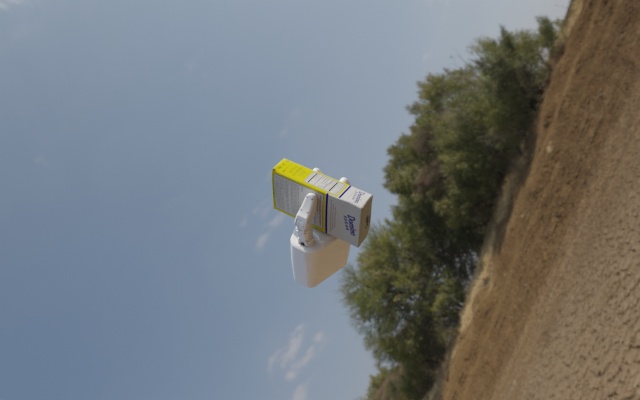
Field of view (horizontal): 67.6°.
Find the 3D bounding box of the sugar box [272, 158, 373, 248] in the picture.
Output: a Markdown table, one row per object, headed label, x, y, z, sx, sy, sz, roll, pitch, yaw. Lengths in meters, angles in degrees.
| label | x | y | z | sx | sy | sz | roll | pitch | yaw |
| --- | --- | --- | --- | --- | --- | --- | --- | --- | --- |
| sugar box | 0.000 | 0.002 | 0.805 | 0.176 | 0.093 | 0.048 | 22 | 46 | 21 |
